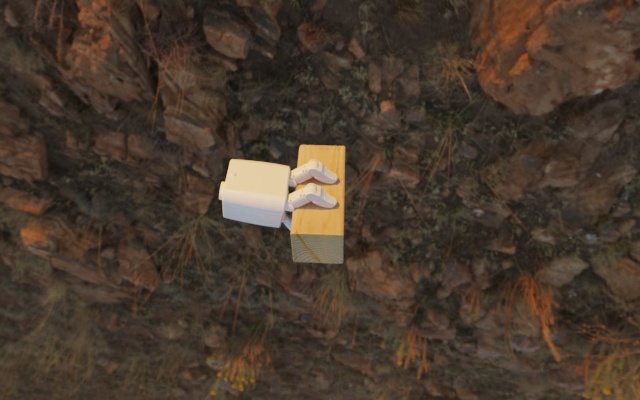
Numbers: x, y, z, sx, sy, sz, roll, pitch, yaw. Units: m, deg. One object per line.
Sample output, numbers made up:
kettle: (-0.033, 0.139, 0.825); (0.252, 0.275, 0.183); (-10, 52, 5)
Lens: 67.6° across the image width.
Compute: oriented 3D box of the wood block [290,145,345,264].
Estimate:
wood block: (0.000, 0.003, 0.872); (0.090, 0.206, 0.091); (2, -39, 2)
